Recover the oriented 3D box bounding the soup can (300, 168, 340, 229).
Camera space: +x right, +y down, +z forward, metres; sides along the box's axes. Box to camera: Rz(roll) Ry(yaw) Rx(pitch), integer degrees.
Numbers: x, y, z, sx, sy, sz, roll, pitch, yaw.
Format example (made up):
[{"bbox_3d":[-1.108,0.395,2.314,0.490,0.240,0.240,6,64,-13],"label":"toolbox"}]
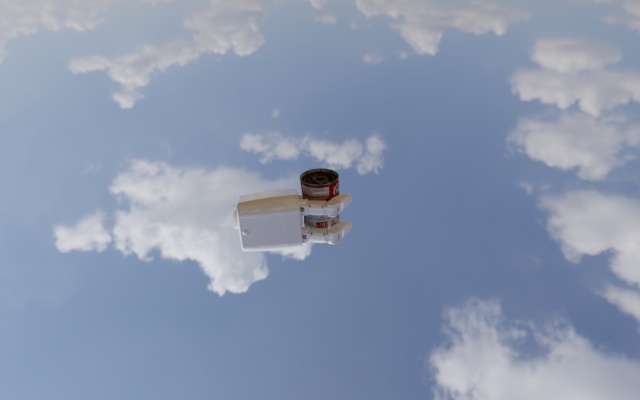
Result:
[{"bbox_3d":[0.001,0.003,0.850,0.068,0.102,0.068,-2,27,1],"label":"soup can"}]
